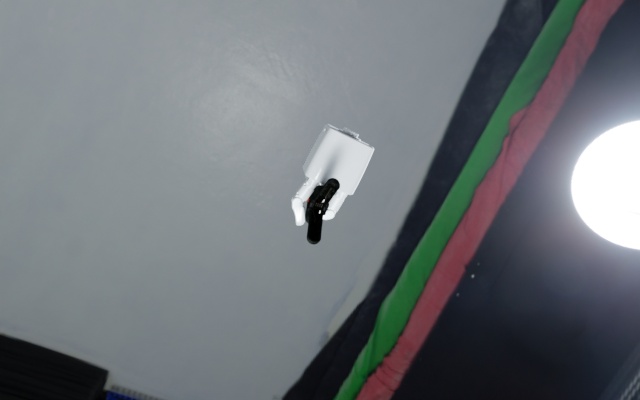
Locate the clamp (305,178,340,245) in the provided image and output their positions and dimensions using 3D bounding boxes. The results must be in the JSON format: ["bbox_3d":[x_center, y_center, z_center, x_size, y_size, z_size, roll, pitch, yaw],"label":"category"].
[{"bbox_3d":[0.001,0.003,0.892,0.039,0.120,0.171,25,11,-12],"label":"clamp"}]
